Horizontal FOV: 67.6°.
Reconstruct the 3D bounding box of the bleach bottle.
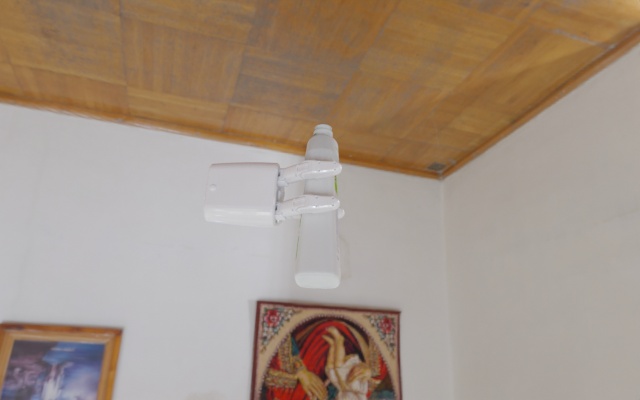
[{"bbox_3d":[0.000,0.002,0.740,0.068,0.250,0.103,1,-22,2],"label":"bleach bottle"}]
